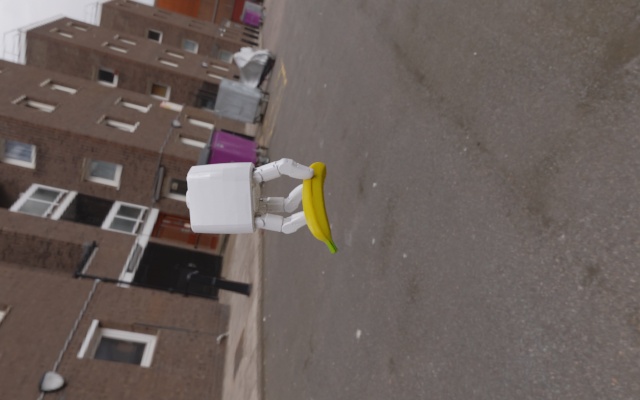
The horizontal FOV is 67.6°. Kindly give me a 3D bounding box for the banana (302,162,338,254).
[{"bbox_3d":[-0.006,-0.006,0.805,0.037,0.197,0.070,-17,-41,14],"label":"banana"}]
